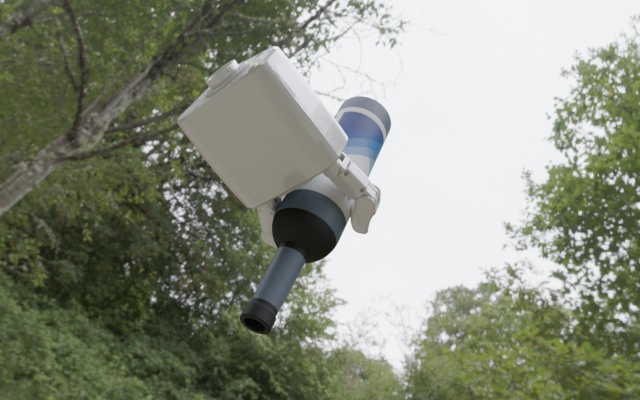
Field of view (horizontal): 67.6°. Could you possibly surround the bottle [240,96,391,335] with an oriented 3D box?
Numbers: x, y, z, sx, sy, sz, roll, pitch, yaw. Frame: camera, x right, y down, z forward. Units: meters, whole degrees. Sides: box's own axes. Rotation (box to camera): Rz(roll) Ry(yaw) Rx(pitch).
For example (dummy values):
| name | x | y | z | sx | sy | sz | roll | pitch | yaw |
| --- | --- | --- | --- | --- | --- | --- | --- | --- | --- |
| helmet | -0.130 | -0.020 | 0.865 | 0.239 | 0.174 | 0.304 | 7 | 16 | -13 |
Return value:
| name | x | y | z | sx | sy | sz | roll | pitch | yaw |
| --- | --- | --- | --- | --- | --- | --- | --- | --- | --- |
| bottle | 0.000 | 0.001 | 0.478 | 0.069 | 0.069 | 0.295 | 0 | 42 | 29 |
